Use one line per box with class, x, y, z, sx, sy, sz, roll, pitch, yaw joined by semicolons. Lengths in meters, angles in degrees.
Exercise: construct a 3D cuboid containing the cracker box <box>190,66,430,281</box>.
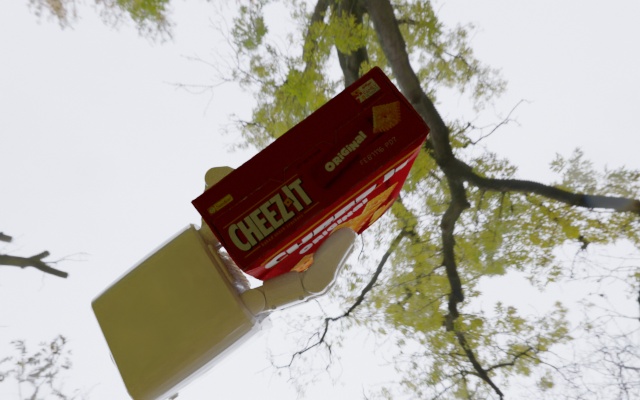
cracker box;0.000;0.001;0.424;0.164;0.072;0.214;-38;-12;-6
